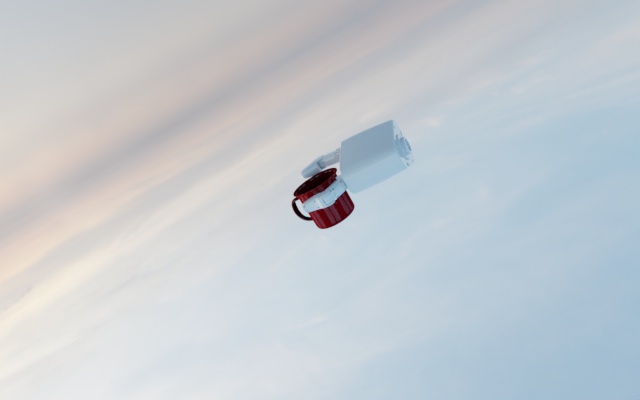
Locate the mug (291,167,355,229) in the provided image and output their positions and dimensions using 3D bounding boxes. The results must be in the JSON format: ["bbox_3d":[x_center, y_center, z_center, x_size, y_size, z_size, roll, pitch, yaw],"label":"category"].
[{"bbox_3d":[-0.001,0.004,0.879,0.117,0.081,0.093,-24,17,26],"label":"mug"}]
